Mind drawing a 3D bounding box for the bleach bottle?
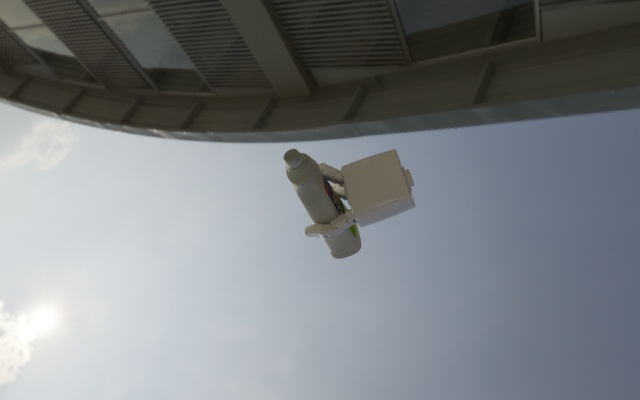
[{"bbox_3d":[0.000,0.003,0.878,0.068,0.102,0.251,-21,-42,12],"label":"bleach bottle"}]
